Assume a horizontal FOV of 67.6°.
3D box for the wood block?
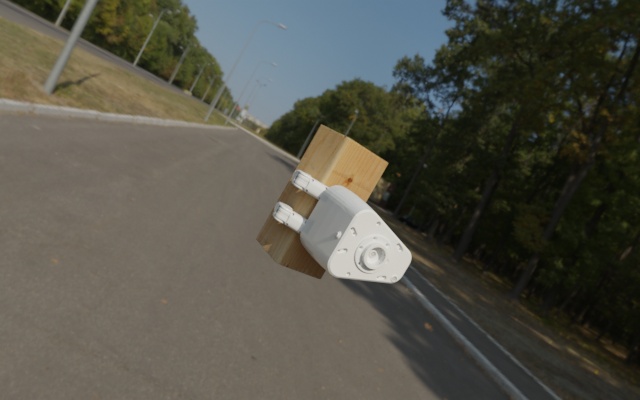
[{"bbox_3d":[0.001,0.003,0.733,0.091,0.206,0.090,27,6,-35],"label":"wood block"}]
